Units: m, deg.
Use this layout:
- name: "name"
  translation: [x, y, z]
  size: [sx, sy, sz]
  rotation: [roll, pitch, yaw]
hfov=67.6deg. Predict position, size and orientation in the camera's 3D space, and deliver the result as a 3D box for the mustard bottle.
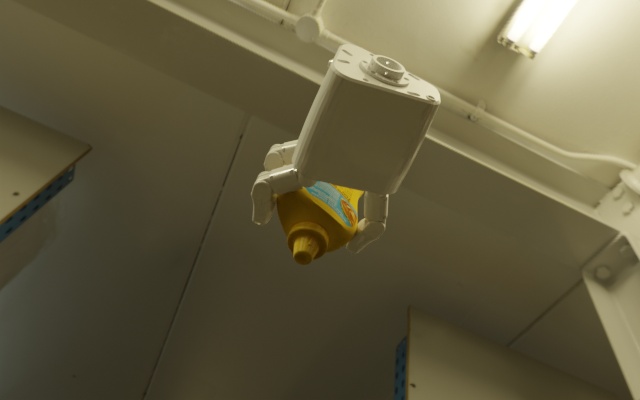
- name: "mustard bottle"
  translation: [0.000, 0.002, 0.530]
  size: [0.058, 0.096, 0.191]
  rotation: [-38, 19, 30]
